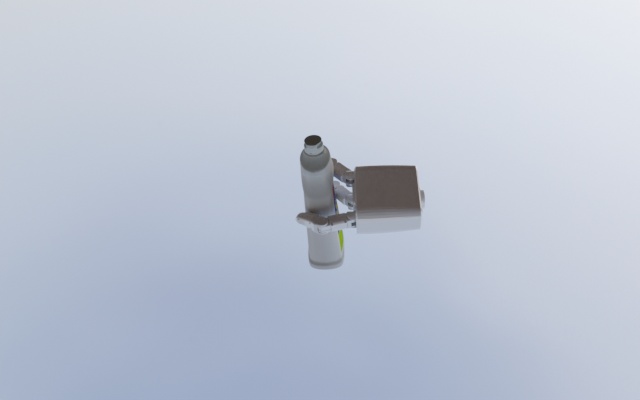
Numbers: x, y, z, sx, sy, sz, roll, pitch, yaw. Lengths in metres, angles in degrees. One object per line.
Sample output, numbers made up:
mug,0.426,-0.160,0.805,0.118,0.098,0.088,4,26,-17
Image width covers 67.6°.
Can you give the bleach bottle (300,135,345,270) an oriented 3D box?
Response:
bleach bottle,0.000,0.003,0.823,0.068,0.251,0.102,-3,43,5
